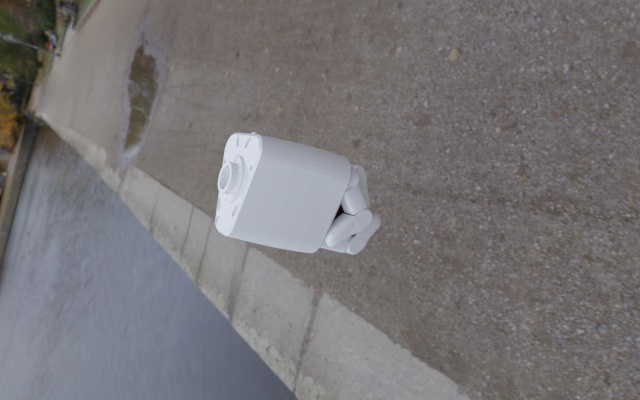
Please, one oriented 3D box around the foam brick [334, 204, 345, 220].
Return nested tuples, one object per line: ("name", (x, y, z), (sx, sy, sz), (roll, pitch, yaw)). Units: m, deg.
("foam brick", (0.000, 0.002, 0.584), (0.051, 0.053, 0.078), (12, 3, -32))
